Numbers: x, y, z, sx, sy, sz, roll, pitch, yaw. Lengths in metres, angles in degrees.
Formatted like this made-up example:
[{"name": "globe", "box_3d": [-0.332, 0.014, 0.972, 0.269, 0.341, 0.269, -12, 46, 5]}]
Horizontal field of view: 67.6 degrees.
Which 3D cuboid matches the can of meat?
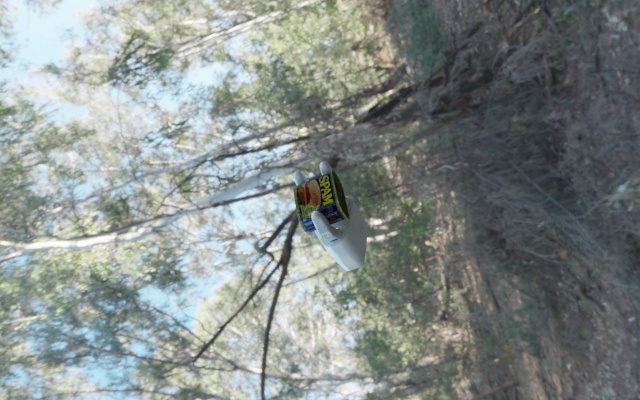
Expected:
[{"name": "can of meat", "box_3d": [0.000, 0.003, 0.893, 0.084, 0.102, 0.057, -21, -41, 13]}]
